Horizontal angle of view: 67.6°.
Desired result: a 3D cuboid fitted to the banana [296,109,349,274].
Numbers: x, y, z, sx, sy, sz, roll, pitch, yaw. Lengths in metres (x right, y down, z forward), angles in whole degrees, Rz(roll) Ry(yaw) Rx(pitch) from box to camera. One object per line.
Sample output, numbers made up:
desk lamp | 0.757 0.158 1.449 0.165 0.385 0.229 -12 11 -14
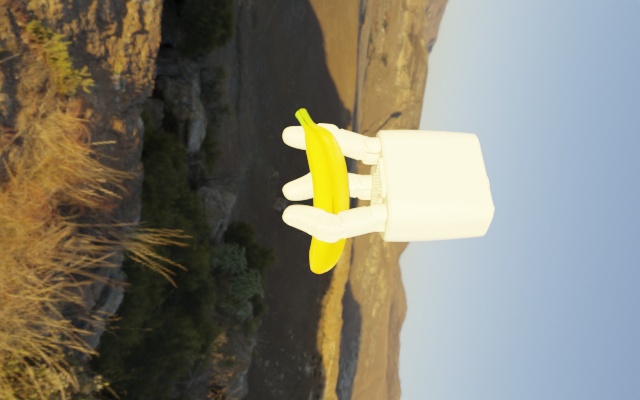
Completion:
banana | 0.006 0.006 0.505 0.037 0.198 0.069 -10 27 -15
